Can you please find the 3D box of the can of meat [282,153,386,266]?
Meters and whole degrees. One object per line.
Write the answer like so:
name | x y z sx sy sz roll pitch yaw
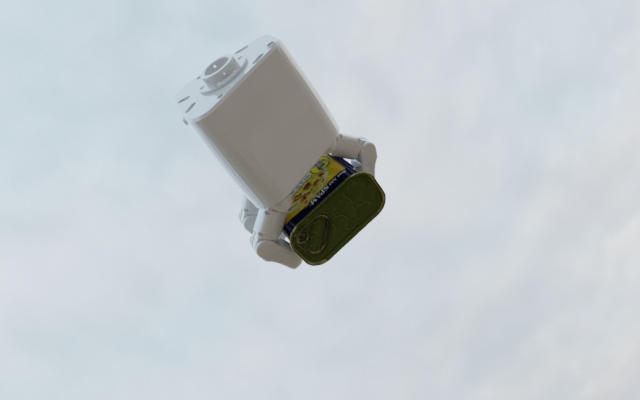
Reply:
can of meat | 0.000 0.001 0.481 0.057 0.102 0.084 49 -3 -37
